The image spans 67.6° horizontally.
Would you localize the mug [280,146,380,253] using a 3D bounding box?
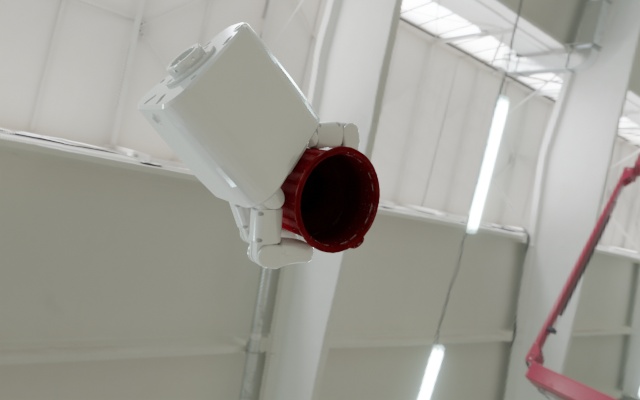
[{"bbox_3d":[0.001,0.002,0.449,0.081,0.093,0.117,16,-29,52],"label":"mug"}]
